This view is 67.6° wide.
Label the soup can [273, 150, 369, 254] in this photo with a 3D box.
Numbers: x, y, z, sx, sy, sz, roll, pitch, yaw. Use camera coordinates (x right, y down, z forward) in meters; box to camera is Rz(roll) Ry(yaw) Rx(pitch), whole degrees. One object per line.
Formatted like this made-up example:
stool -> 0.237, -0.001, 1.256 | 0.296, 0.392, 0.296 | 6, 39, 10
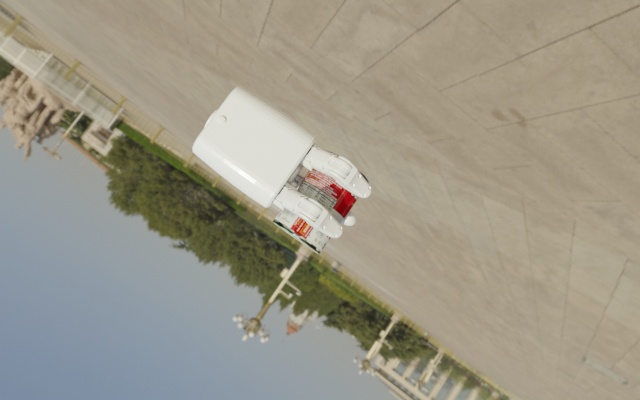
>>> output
soup can -> 0.000, 0.002, 0.555 | 0.068, 0.102, 0.068 | 34, -7, 5
